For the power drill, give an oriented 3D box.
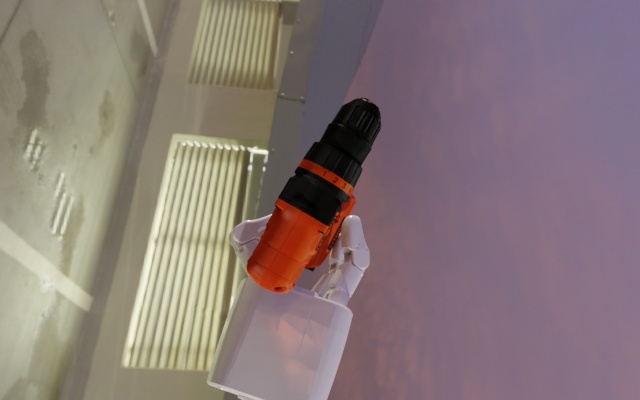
[{"bbox_3d":[0.000,0.002,0.478,0.057,0.184,0.188,31,-5,8],"label":"power drill"}]
